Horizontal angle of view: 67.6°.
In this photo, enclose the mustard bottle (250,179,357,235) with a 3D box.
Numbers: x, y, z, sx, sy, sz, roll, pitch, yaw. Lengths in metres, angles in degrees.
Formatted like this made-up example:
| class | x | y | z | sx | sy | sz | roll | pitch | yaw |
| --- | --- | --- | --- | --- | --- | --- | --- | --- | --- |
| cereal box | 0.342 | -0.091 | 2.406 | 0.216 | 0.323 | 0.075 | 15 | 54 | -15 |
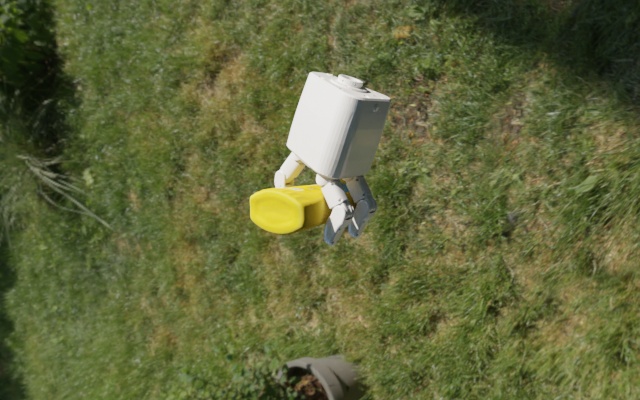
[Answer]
| class | x | y | z | sx | sy | sz | roll | pitch | yaw |
| --- | --- | --- | --- | --- | --- | --- | --- | --- | --- |
| mustard bottle | 0.000 | 0.003 | 0.669 | 0.096 | 0.058 | 0.191 | 5 | 11 | 39 |
